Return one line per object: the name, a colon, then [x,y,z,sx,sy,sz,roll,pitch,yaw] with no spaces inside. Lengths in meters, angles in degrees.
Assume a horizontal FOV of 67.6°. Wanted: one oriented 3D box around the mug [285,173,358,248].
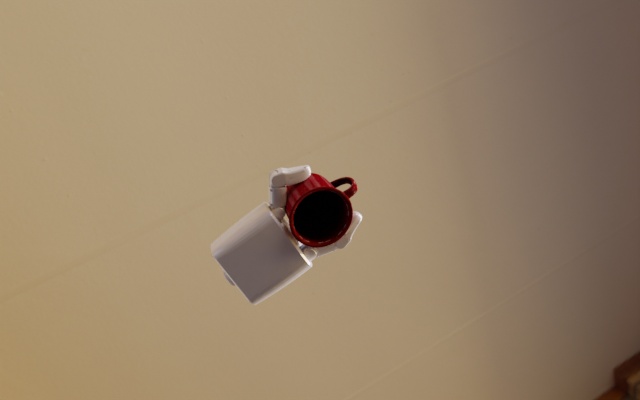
mug: [0.001,0.001,0.697,0.117,0.093,0.081,-36,28,-1]
